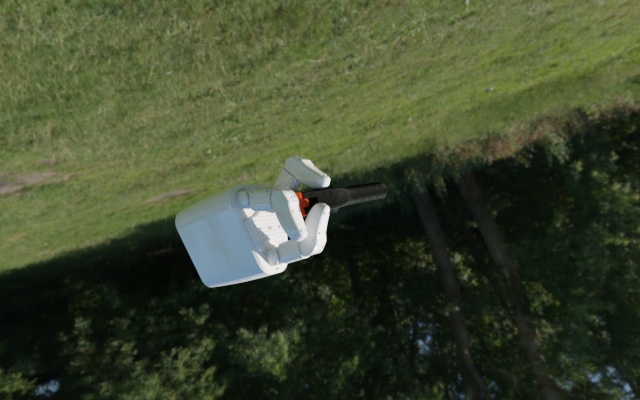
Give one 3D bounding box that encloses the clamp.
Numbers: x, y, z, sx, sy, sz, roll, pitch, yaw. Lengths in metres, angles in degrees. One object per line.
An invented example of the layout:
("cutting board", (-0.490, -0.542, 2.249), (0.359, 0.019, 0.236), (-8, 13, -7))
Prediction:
("clamp", (0.000, 0.003, 0.613), (0.120, 0.039, 0.171), (-20, -8, 32))
